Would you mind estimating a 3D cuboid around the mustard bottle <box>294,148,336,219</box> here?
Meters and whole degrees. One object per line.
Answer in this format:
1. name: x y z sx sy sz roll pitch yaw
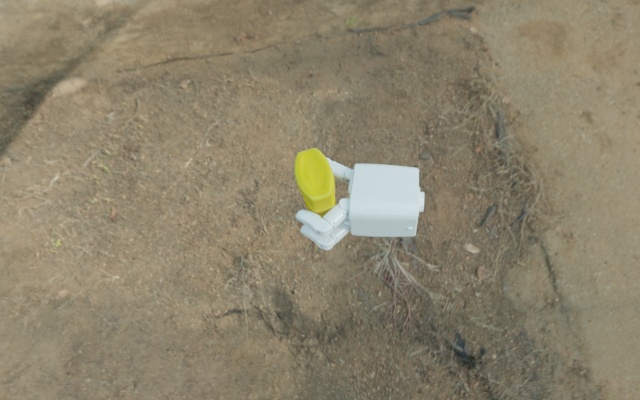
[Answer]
1. mustard bottle: 0.000 0.003 0.804 0.058 0.096 0.192 -18 -29 -3
